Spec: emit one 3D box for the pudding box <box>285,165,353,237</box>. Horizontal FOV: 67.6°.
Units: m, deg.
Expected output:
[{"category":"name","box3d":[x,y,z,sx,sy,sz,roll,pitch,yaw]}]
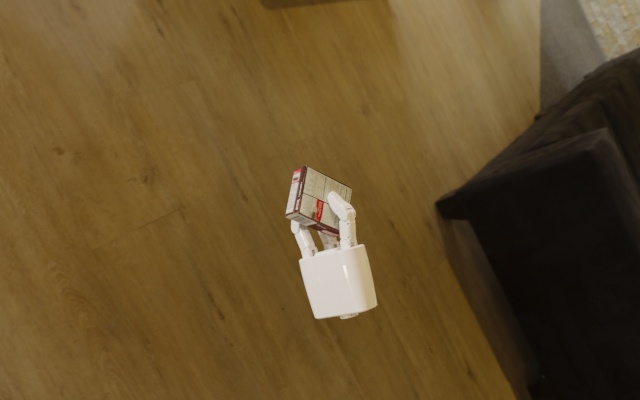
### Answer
[{"category":"pudding box","box3d":[0.000,0.003,0.820,0.113,0.090,0.039,26,-27,-35]}]
